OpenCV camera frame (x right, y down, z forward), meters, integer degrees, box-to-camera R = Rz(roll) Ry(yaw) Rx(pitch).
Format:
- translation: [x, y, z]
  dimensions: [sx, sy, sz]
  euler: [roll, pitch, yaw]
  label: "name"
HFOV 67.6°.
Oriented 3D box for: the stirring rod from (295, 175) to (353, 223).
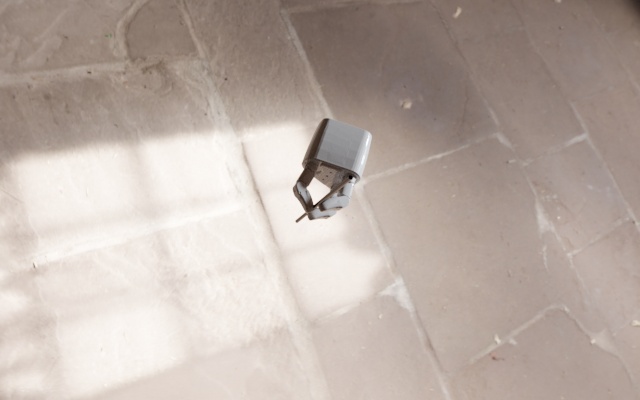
- translation: [0.000, 0.003, 0.857]
  dimensions: [0.011, 0.011, 0.239]
  euler: [0, -19, -25]
  label: "stirring rod"
